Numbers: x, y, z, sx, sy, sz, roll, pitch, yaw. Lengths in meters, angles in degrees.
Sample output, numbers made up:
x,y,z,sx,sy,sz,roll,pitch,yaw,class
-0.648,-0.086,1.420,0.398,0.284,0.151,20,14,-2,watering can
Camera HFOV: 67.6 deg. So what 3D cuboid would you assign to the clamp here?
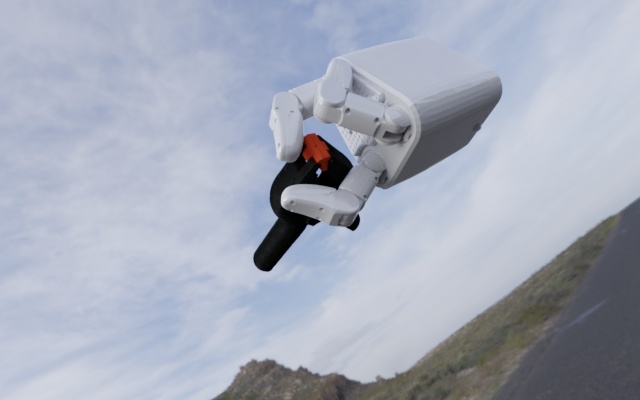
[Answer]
x,y,z,sx,sy,sz,roll,pitch,yaw,class
0.000,0.001,0.440,0.120,0.039,0.172,-25,-24,-29,clamp
